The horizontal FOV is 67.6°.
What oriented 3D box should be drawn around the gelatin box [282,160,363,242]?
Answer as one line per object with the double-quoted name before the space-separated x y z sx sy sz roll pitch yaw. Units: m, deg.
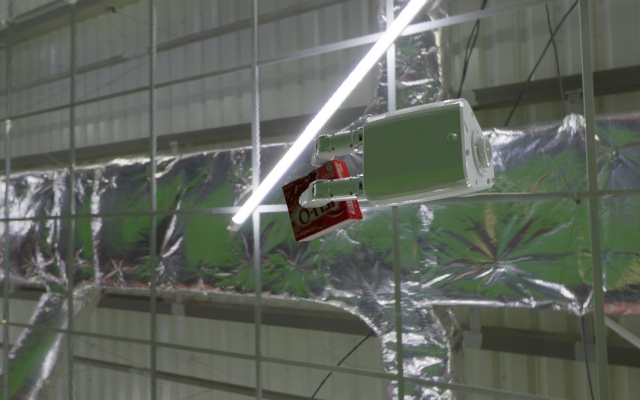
"gelatin box" 0.000 0.002 0.574 0.089 0.073 0.030 -25 -16 36
